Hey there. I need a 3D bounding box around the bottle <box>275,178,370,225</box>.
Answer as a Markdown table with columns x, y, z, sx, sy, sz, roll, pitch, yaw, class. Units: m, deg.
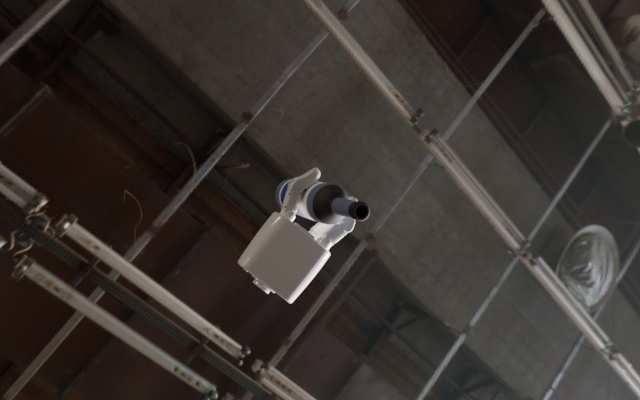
| x | y | z | sx | sy | sz | roll | pitch | yaw | class |
| --- | --- | --- | --- | --- | --- | --- | --- | --- | --- |
| 0.000 | 0.003 | 0.807 | 0.069 | 0.069 | 0.295 | 0 | 5 | -23 | bottle |
